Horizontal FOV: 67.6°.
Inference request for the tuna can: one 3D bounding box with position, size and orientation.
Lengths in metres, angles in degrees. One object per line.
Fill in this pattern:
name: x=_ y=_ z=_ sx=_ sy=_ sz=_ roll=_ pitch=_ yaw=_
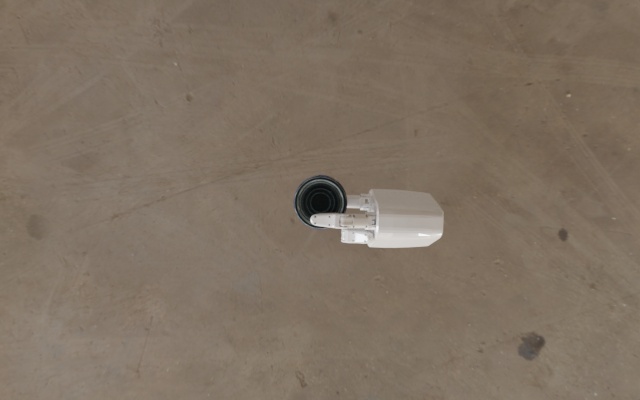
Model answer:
tuna can: x=0.000 y=0.003 z=0.759 sx=0.086 sy=0.086 sz=0.034 roll=0 pitch=5 yaw=1
